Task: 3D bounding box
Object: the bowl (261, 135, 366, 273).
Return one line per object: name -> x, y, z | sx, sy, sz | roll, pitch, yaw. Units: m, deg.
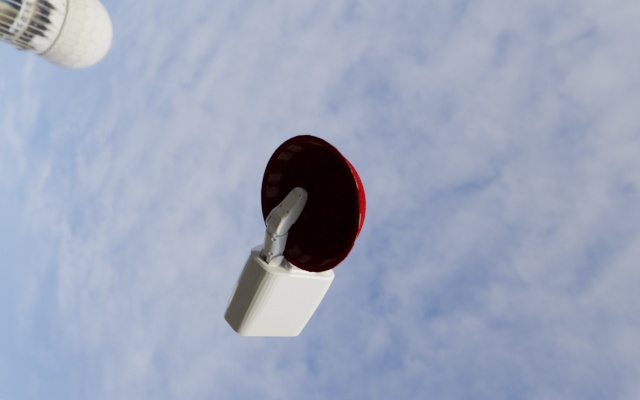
bowl -> 0.001, 0.001, 0.573 | 0.162, 0.162, 0.055 | 0, 6, 44
